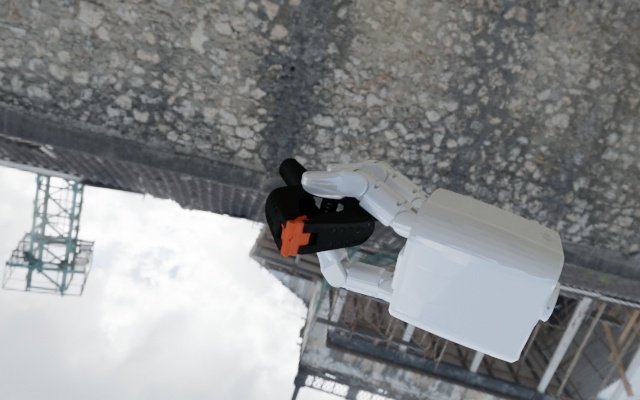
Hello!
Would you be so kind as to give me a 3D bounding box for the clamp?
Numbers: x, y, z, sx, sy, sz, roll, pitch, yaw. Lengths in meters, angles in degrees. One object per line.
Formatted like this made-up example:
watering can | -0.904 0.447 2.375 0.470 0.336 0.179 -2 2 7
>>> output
clamp | 0.000 0.002 0.440 0.164 0.036 0.210 18 18 19
